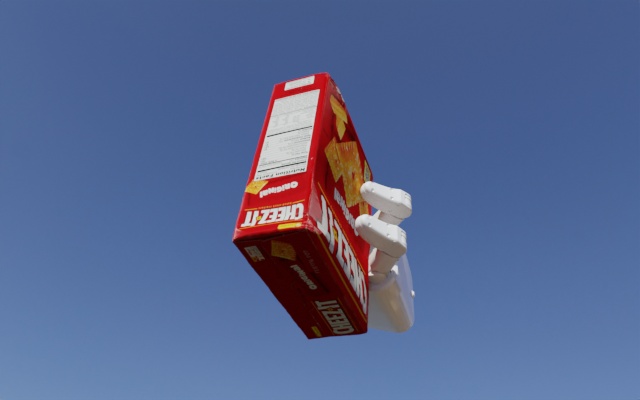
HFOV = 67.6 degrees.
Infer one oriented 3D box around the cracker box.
[{"bbox_3d":[0.000,0.001,0.477,0.072,0.213,0.164,-11,-46,18],"label":"cracker box"}]
